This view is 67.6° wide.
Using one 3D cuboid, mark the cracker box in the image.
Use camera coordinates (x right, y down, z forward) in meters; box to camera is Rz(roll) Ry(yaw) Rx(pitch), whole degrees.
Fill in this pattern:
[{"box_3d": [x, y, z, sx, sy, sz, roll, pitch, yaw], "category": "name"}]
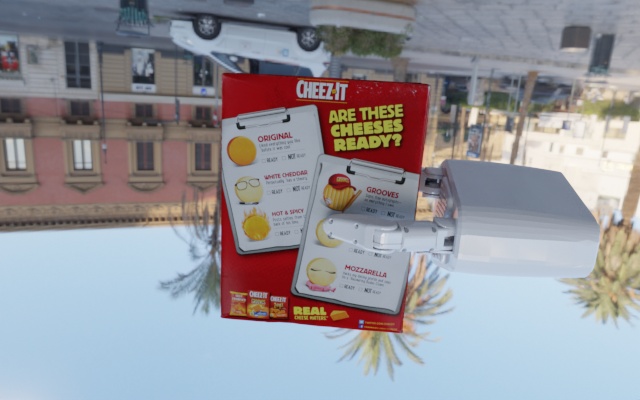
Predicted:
[{"box_3d": [0.000, 0.002, 0.422, 0.164, 0.214, 0.072, 4, 15, 3], "category": "cracker box"}]
